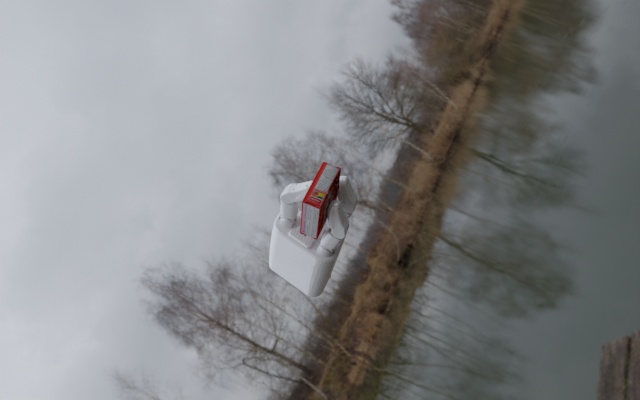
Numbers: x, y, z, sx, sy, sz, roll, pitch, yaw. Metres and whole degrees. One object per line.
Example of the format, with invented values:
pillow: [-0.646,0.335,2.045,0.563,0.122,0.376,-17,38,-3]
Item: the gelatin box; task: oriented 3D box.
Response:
gelatin box: [0.000,0.002,0.667,0.030,0.073,0.089,21,-32,10]
